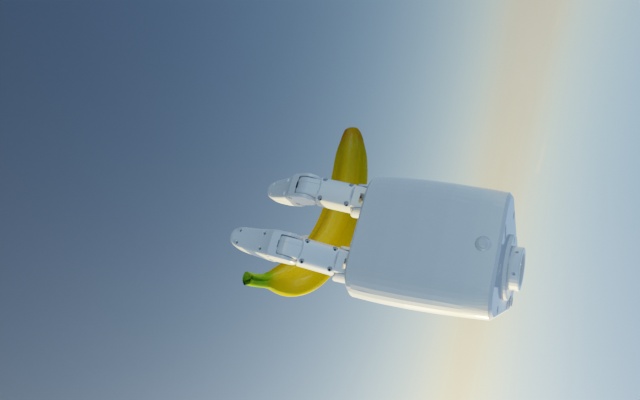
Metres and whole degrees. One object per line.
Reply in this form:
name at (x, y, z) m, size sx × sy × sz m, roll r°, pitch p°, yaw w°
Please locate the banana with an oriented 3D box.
banana at (0.007, 0.017, 0.443) m, size 0.037 × 0.197 × 0.070 m, roll 1°, pitch -44°, yaw 40°
